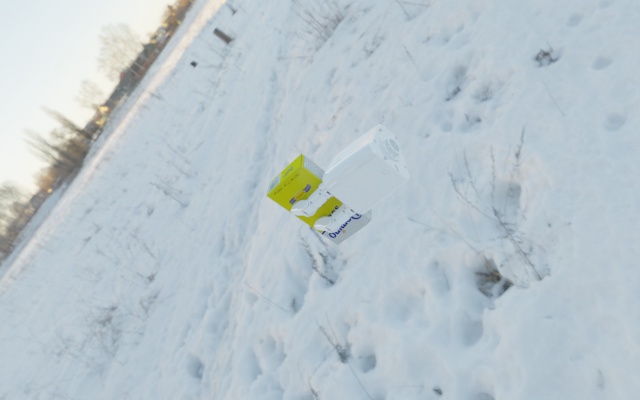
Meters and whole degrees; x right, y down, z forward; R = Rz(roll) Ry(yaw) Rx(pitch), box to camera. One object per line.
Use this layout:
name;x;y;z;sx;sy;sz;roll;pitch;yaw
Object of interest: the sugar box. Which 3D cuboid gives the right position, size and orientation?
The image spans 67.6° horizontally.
sugar box;0.000;0.003;0.856;0.176;0.048;0.093;37;-57;-23
